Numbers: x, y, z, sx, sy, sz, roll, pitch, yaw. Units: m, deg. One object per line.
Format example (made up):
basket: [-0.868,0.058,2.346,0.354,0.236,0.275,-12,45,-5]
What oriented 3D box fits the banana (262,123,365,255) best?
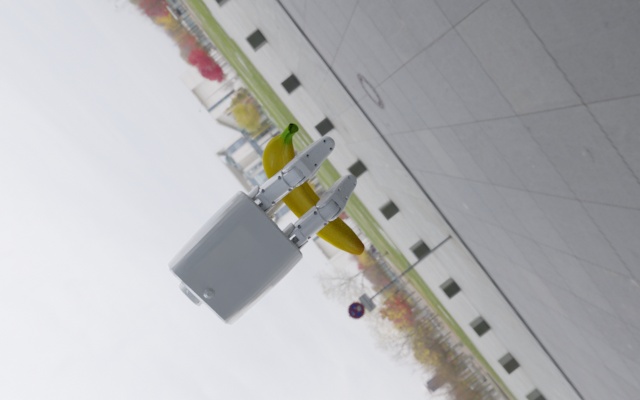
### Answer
banana: [-0.014,-0.003,0.551,0.069,0.037,0.198,11,-36,44]
